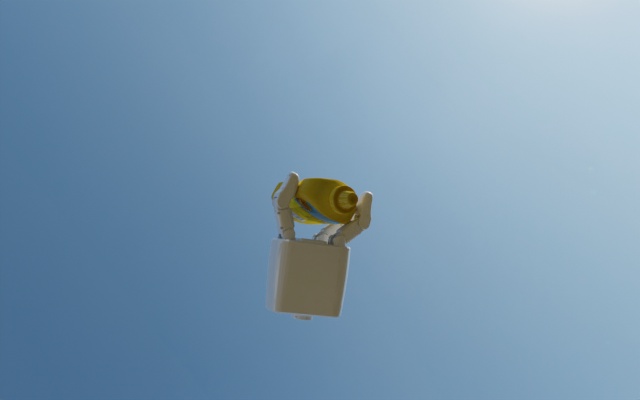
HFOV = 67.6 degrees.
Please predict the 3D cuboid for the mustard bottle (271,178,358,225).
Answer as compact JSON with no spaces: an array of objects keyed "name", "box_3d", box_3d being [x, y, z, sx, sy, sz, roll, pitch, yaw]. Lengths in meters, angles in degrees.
[{"name":"mustard bottle","box_3d":[0.000,0.002,0.738,0.096,0.058,0.191,35,-17,-22]}]
